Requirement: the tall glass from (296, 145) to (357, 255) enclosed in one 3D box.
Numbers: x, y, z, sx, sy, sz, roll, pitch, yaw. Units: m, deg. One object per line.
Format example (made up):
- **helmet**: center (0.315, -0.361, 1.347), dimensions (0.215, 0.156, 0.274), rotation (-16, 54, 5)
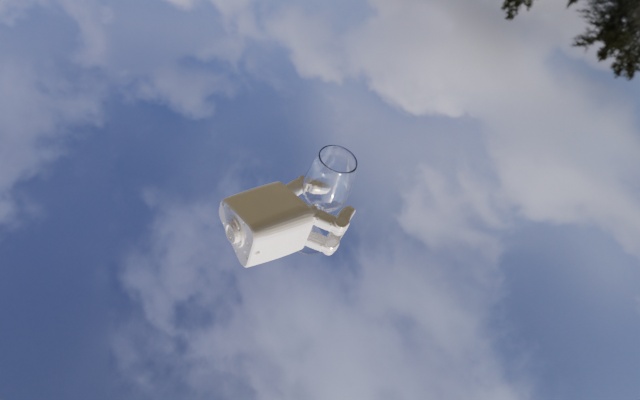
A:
- **tall glass**: center (0.000, 0.003, 0.791), dimensions (0.079, 0.079, 0.201), rotation (0, -41, -22)
